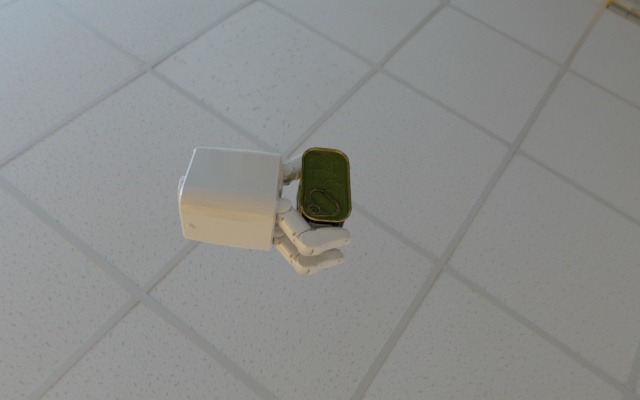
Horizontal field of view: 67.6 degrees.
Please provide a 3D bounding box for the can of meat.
[{"bbox_3d":[0.000,0.002,0.578,0.057,0.102,0.084,4,-34,-8],"label":"can of meat"}]
